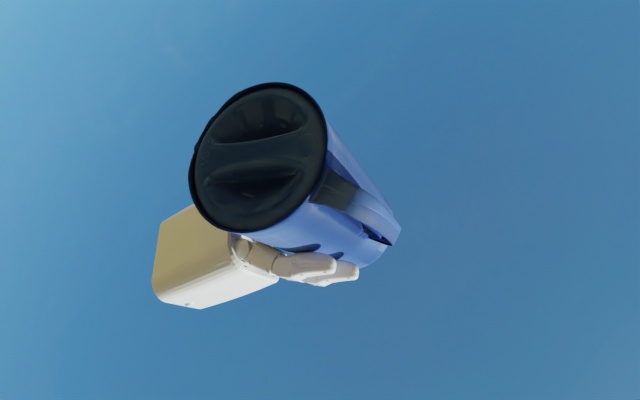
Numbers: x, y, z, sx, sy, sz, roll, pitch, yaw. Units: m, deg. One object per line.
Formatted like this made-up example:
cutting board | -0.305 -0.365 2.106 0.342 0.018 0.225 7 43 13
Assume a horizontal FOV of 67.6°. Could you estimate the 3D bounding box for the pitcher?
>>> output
pitcher | 0.000 0.002 0.482 0.145 0.149 0.243 -24 -27 16
